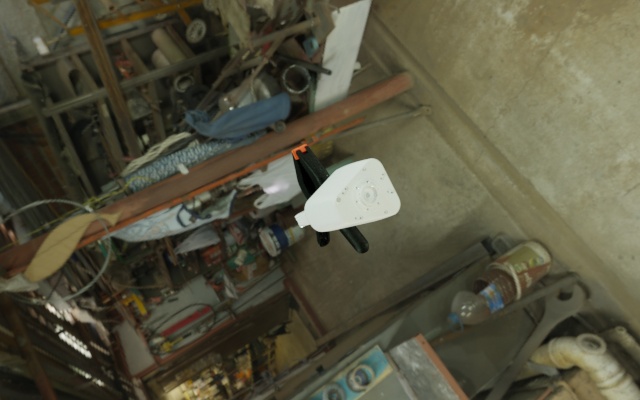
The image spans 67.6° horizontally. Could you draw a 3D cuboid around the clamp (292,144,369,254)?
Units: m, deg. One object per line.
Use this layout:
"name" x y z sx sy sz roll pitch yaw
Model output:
"clamp" -0.001 0.003 0.862 0.036 0.210 0.164 -29 5 -25
